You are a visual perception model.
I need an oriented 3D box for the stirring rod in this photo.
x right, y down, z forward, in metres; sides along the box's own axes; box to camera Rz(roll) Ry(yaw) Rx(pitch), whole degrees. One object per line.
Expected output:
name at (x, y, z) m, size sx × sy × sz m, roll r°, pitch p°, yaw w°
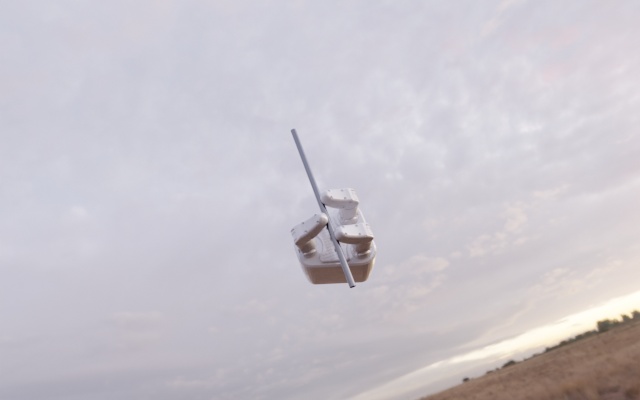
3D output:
stirring rod at (0.000, 0.002, 0.623) m, size 0.011 × 0.239 × 0.011 m, roll -17°, pitch -26°, yaw -8°
